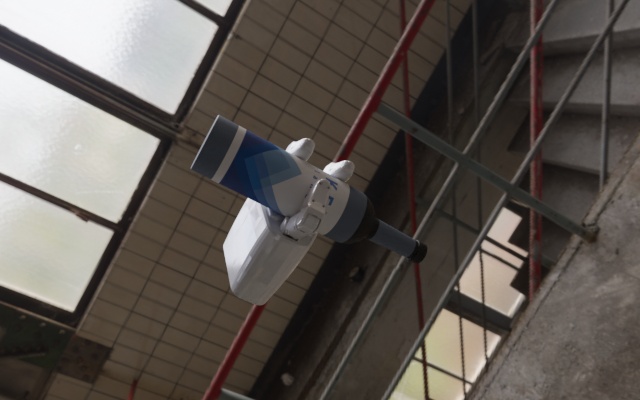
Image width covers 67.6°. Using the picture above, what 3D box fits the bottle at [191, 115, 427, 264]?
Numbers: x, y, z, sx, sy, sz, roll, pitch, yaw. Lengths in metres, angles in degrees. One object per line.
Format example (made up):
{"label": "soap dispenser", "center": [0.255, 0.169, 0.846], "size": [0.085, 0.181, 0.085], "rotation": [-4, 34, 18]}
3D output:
{"label": "bottle", "center": [0.000, 0.002, 0.556], "size": [0.296, 0.069, 0.069], "rotation": [27, -8, -16]}
